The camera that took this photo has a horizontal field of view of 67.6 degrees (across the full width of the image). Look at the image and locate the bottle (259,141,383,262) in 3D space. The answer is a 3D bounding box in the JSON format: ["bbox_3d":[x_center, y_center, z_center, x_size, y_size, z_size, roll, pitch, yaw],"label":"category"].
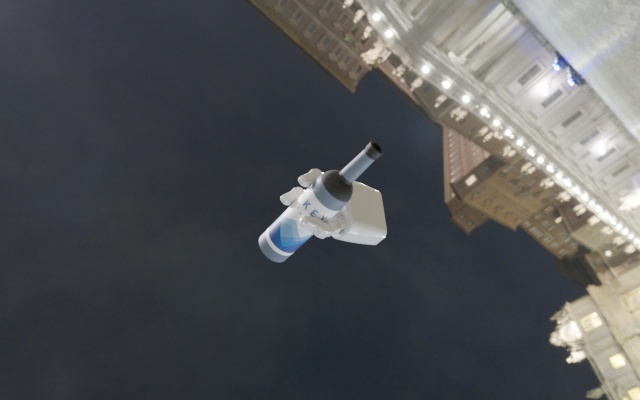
[{"bbox_3d":[0.000,0.003,0.839,0.069,0.069,0.296,0,-37,-50],"label":"bottle"}]
